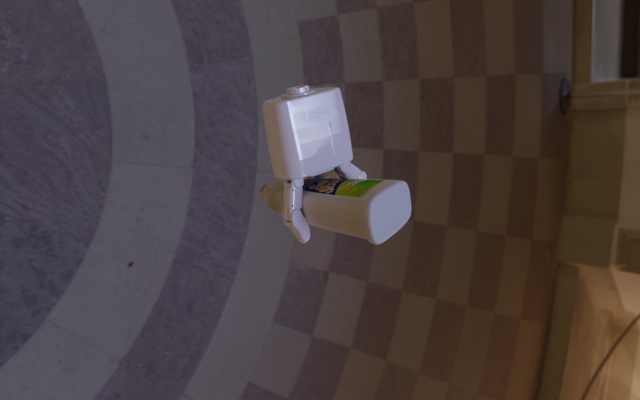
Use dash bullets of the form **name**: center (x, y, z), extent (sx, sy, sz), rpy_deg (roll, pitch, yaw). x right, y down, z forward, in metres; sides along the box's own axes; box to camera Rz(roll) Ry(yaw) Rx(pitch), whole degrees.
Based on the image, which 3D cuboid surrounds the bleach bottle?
- **bleach bottle**: center (0.000, 0.002, 0.699), extent (0.251, 0.068, 0.102), rpy_deg (7, 26, 40)
